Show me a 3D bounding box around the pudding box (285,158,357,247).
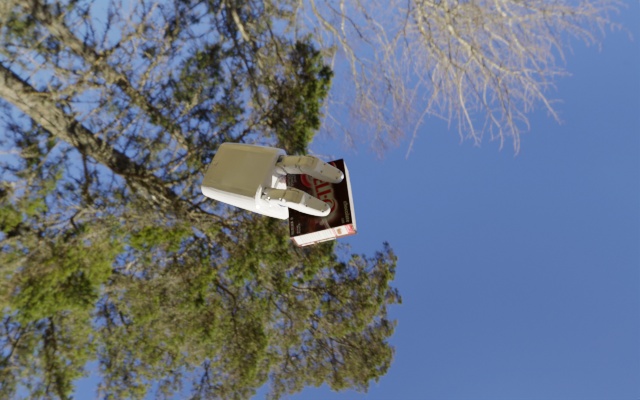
[{"bbox_3d":[0.000,0.002,0.680,0.090,0.113,0.039,-14,-31,12],"label":"pudding box"}]
